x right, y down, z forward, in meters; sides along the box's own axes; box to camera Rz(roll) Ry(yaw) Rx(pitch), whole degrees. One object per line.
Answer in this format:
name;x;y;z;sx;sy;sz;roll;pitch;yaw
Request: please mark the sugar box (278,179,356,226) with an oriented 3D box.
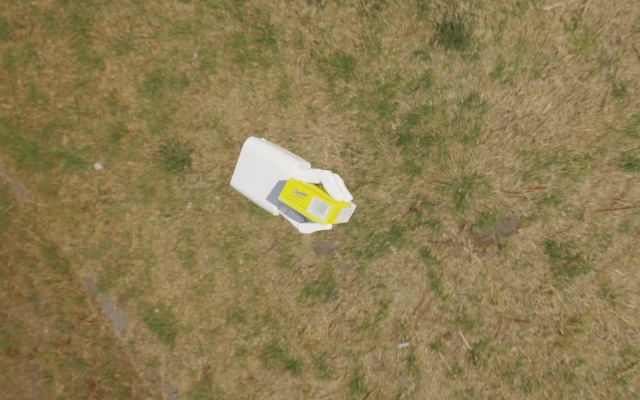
sugar box;0.000;0.002;0.854;0.093;0.048;0.176;31;10;13
